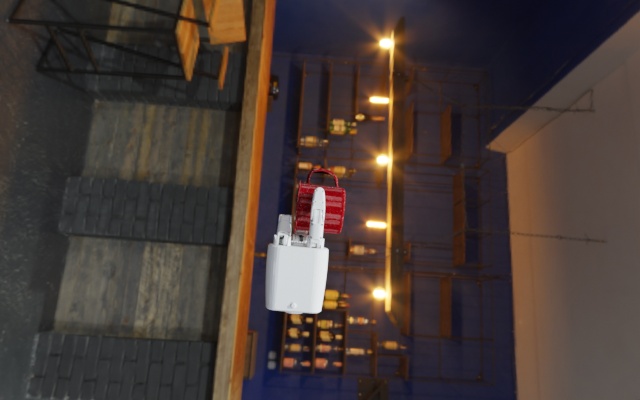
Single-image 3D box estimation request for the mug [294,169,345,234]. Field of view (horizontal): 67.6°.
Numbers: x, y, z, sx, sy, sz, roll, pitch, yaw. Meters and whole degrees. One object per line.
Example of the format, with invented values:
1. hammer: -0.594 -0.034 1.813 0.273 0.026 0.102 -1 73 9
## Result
1. mug: 0.000 0.001 0.838 0.081 0.117 0.093 6 0 -2
